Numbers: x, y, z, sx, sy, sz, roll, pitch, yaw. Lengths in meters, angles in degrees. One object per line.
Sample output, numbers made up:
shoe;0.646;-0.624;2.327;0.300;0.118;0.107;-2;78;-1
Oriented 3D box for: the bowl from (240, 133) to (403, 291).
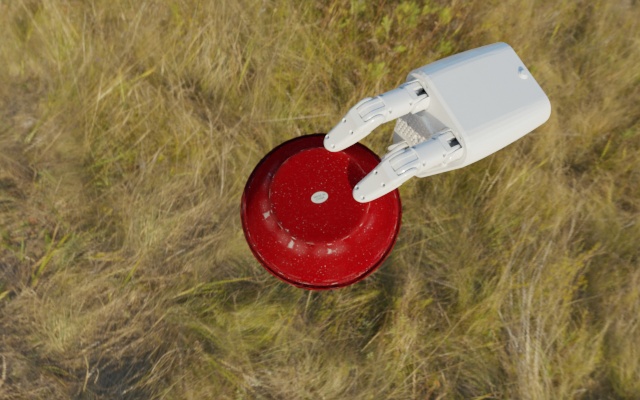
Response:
bowl;-0.001;0.002;0.451;0.162;0.162;0.055;0;-15;1
